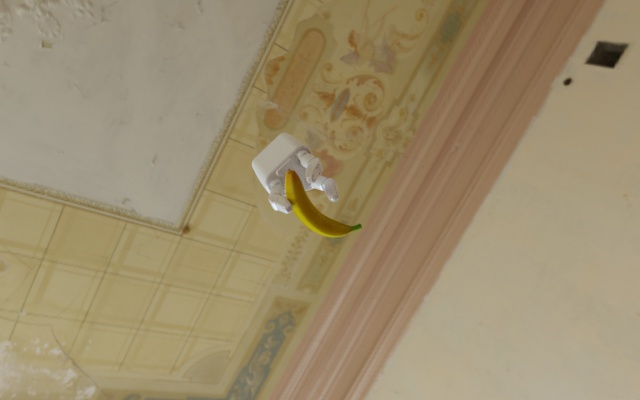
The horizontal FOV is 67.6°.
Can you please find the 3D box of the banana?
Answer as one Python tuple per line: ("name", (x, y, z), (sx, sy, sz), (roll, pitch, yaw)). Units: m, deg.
("banana", (-0.010, 0.019, 0.891), (0.198, 0.069, 0.037), (38, 7, -32))
